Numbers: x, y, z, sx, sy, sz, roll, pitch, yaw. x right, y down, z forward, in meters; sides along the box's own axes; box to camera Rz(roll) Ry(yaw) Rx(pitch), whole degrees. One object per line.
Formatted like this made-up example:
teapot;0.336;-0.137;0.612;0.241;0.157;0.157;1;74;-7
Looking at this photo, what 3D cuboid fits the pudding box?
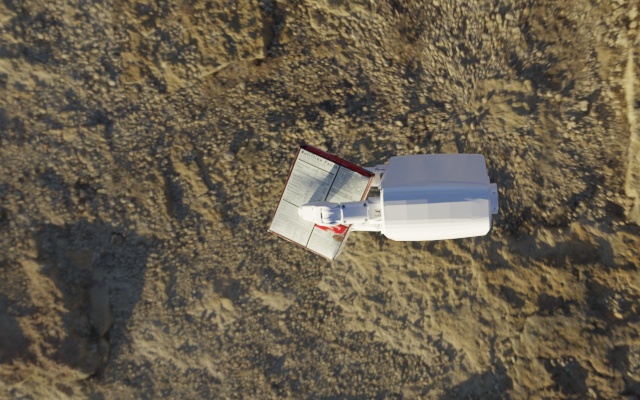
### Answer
pudding box;0.000;0.002;0.555;0.090;0.113;0.039;25;14;8
